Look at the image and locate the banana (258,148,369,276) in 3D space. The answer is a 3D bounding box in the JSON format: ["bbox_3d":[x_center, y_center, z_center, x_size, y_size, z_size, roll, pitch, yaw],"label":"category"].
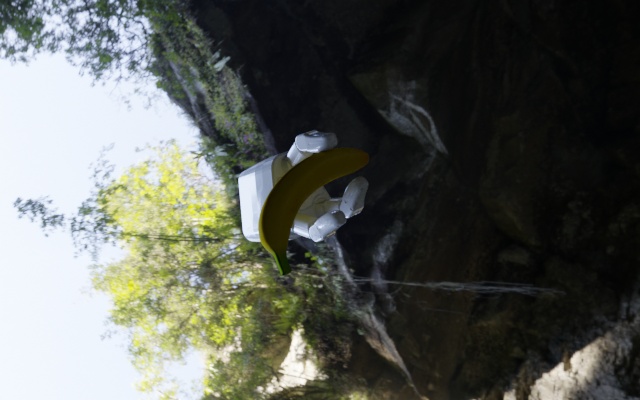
[{"bbox_3d":[-0.014,-0.009,0.538,0.037,0.070,0.197,-19,28,53],"label":"banana"}]
